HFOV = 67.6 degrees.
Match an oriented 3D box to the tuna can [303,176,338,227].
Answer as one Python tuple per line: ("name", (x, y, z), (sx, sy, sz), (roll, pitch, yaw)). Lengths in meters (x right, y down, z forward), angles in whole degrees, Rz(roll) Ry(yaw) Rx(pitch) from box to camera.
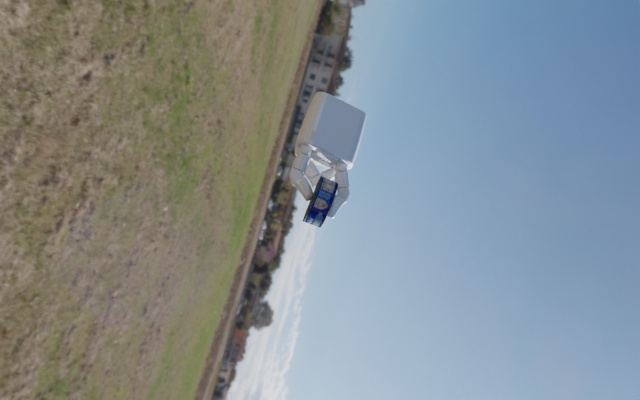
("tuna can", (0.001, 0.003, 0.827), (0.034, 0.086, 0.086), (22, -2, -4))
